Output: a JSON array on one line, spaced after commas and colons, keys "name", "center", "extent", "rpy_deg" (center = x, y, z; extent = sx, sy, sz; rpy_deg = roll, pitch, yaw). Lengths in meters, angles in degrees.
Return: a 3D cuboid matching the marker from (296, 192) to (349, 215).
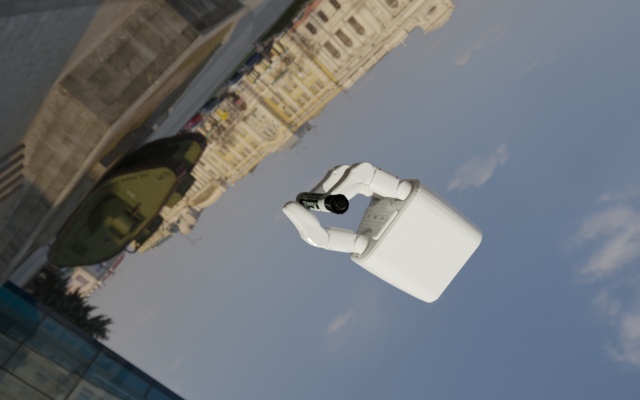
[{"name": "marker", "center": [0.000, 0.002, 0.479], "extent": [0.020, 0.020, 0.121], "rpy_deg": [0, 2, -19]}]
